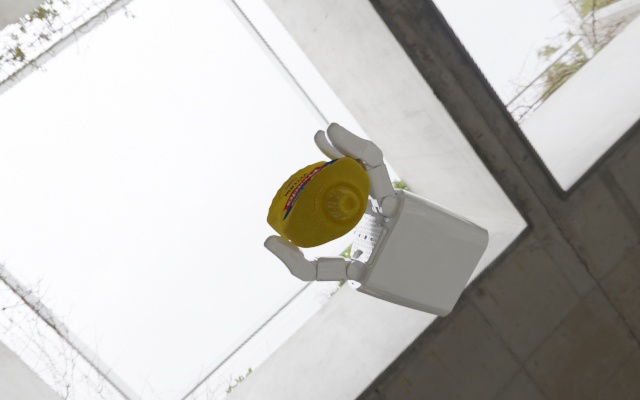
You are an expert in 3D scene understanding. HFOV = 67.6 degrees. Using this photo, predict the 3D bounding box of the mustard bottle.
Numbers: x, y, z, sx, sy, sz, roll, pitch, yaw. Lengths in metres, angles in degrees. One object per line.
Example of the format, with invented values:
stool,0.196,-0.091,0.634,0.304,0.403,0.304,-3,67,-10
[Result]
mustard bottle,0.000,0.001,0.463,0.058,0.096,0.191,45,-8,-11
